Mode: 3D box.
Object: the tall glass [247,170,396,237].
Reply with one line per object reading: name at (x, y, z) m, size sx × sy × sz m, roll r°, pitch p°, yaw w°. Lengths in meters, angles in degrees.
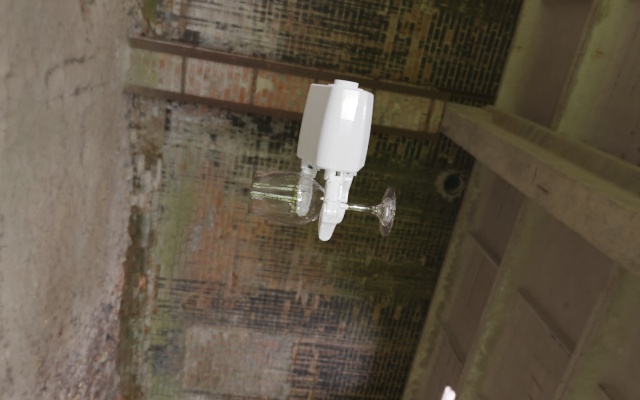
tall glass at (0.001, 0.002, 0.681) m, size 0.201 × 0.079 × 0.079 m, roll 8°, pitch -1°, yaw -7°
